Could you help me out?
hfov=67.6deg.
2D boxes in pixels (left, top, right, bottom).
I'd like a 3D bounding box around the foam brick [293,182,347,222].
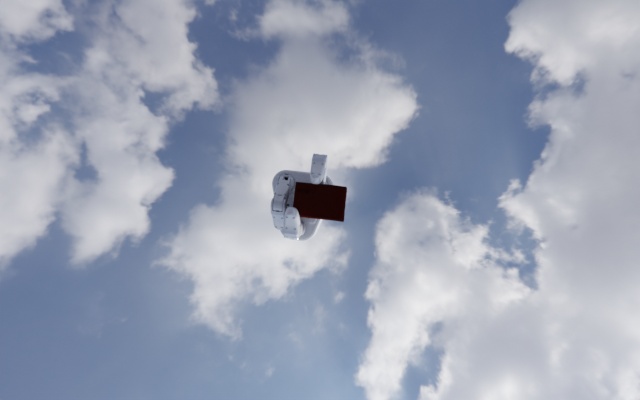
[{"bbox_3d":[0.000,0.002,0.717,0.078,0.053,0.051,7,-3,5],"label":"foam brick"}]
